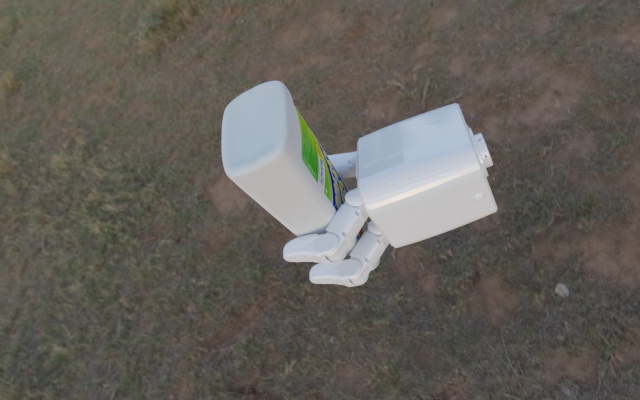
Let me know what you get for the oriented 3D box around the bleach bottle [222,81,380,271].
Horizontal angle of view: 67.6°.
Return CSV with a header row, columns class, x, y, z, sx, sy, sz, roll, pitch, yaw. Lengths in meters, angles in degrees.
class,x,y,z,sx,sy,sz,roll,pitch,yaw
bleach bottle,0.000,0.002,0.487,0.068,0.102,0.251,-22,-40,18
